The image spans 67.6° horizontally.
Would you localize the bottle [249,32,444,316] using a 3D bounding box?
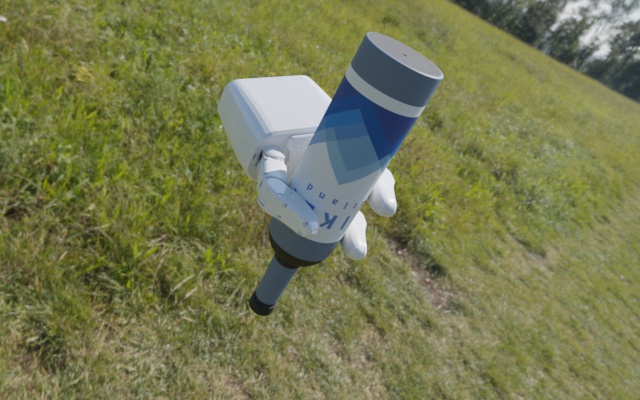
[{"bbox_3d":[0.000,0.001,0.429,0.069,0.296,0.069,21,32,-14],"label":"bottle"}]
